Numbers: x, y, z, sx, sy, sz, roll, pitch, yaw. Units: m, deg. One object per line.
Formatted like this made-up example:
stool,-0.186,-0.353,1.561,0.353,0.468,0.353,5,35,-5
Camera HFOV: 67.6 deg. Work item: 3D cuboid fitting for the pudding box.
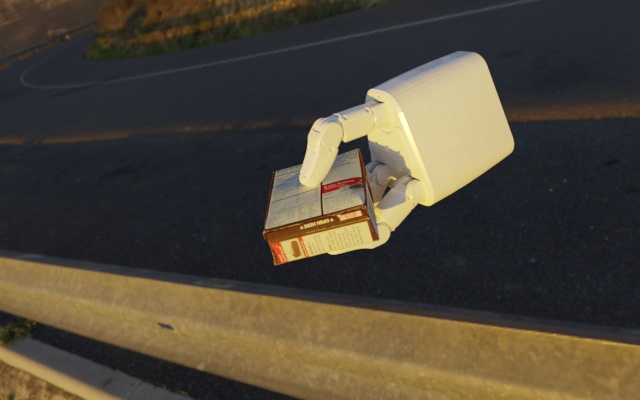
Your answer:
pudding box,0.000,0.001,0.426,0.090,0.039,0.113,-15,28,9
